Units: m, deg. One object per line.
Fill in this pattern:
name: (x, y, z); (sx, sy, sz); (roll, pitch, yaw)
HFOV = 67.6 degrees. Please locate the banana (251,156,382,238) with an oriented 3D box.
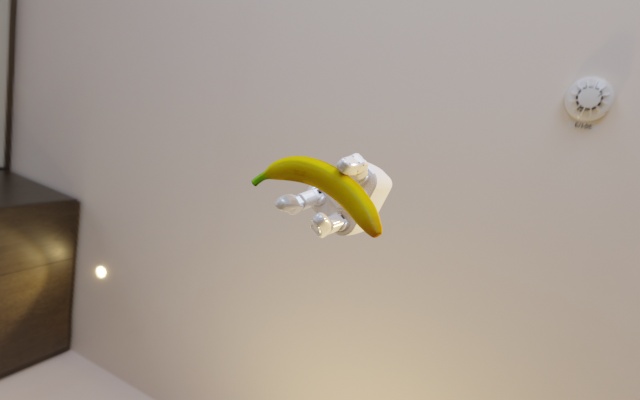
banana: (0.004, -0.016, 0.648); (0.198, 0.069, 0.037); (23, -1, 21)
